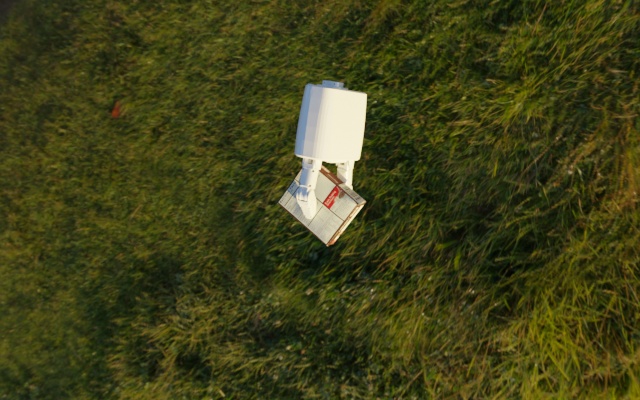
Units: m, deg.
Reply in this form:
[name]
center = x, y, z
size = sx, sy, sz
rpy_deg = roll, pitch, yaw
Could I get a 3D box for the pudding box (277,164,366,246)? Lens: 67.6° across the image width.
[pudding box]
center = 0.000, 0.002, 0.760
size = 0.113, 0.090, 0.039
rpy_deg = 41, 19, 14
